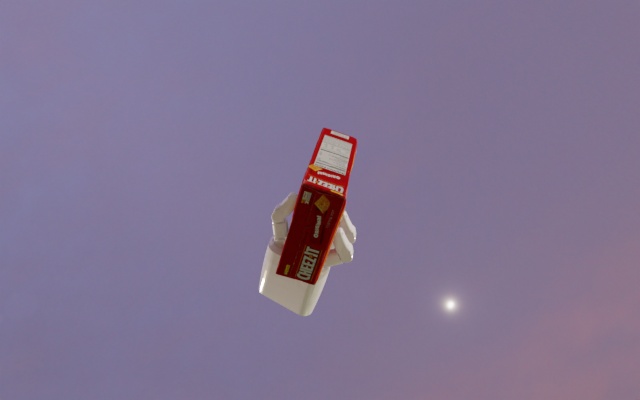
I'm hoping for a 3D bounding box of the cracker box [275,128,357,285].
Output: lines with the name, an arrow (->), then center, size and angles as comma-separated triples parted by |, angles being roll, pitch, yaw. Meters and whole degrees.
cracker box -> 0.000, 0.002, 0.760 | 0.072, 0.164, 0.213 | 17, 30, -1
